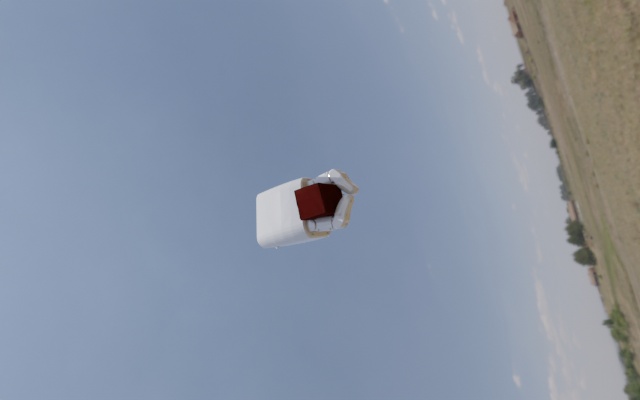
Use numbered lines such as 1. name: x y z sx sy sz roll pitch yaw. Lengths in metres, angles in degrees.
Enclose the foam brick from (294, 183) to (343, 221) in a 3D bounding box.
1. foam brick: 0.000 0.003 0.802 0.051 0.053 0.078 -16 -9 27
